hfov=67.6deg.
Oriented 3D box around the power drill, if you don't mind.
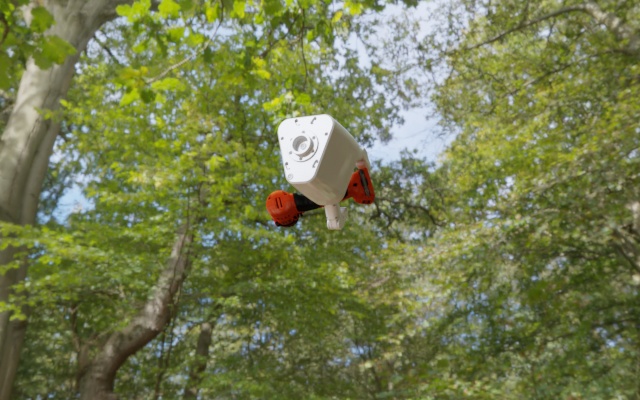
[{"bbox_3d":[0.001,0.003,0.862,0.187,0.057,0.184,-17,-8,-1],"label":"power drill"}]
